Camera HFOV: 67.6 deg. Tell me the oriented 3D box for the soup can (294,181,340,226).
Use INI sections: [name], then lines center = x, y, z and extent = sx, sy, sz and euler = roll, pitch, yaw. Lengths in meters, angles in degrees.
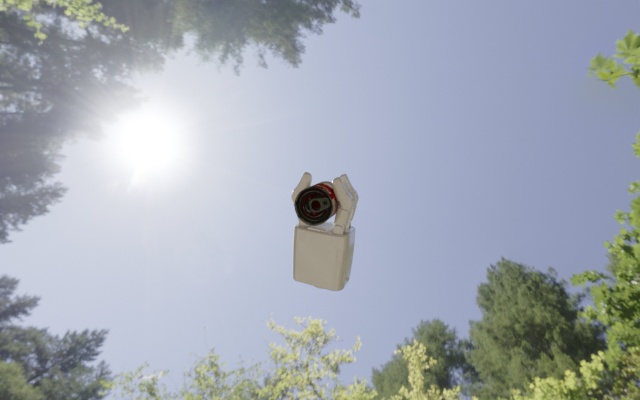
[soup can]
center = 0.000, 0.002, 0.863
extent = 0.068, 0.068, 0.102
euler = 0, 8, 14
